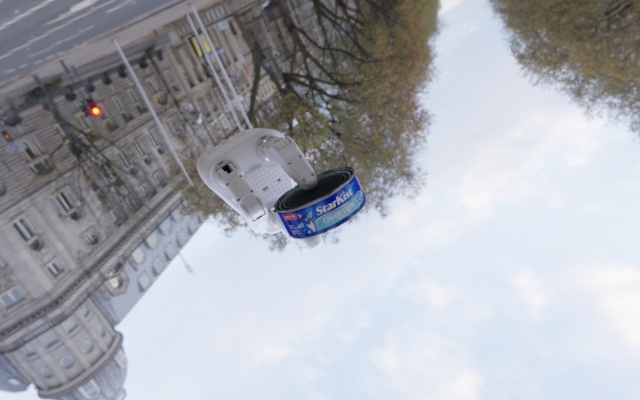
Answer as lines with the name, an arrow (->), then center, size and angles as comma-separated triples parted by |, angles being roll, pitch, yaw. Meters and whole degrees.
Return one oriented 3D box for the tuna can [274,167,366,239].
tuna can -> 0.000, 0.002, 0.466 | 0.086, 0.034, 0.086 | -24, 16, 8
